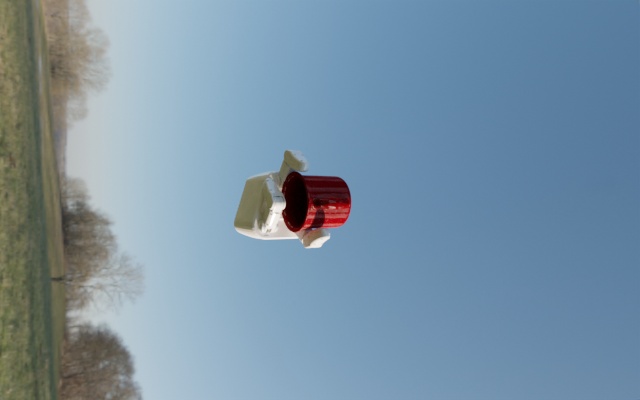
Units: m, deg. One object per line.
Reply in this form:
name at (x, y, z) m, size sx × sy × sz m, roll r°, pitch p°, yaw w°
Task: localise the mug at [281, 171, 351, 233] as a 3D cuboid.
mug at (0.001, 0.002, 0.730) m, size 0.081 × 0.093 × 0.117 m, roll 0°, pitch 1°, yaw -30°
